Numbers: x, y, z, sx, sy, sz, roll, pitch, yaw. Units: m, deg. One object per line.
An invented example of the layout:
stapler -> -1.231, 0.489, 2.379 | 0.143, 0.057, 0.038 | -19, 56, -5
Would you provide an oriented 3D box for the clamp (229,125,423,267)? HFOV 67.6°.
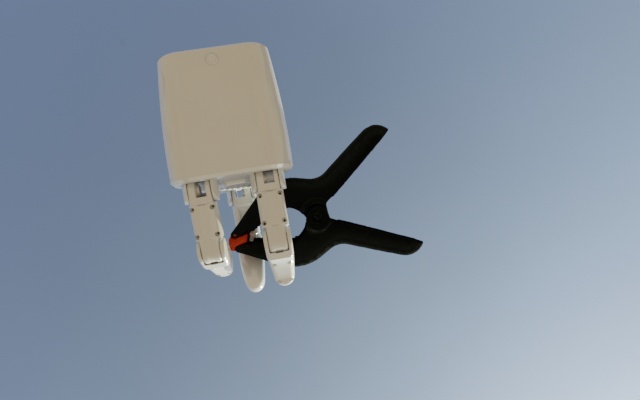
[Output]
clamp -> 0.000, 0.002, 0.428 | 0.171, 0.120, 0.039 | -9, -3, -5
